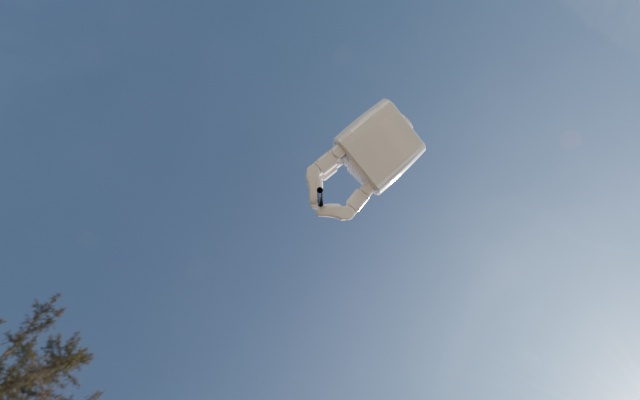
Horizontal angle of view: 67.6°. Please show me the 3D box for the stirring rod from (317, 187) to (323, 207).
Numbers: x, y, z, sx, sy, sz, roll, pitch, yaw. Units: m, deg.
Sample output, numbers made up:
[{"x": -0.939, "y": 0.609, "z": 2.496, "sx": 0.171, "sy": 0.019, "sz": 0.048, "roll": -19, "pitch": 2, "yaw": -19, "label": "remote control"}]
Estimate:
[{"x": 0.000, "y": 0.002, "z": 0.716, "sx": 0.011, "sy": 0.011, "sz": 0.239, "roll": 0, "pitch": -7, "yaw": 0, "label": "stirring rod"}]
